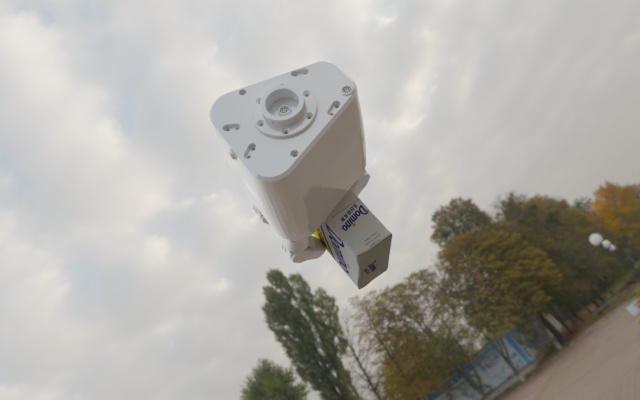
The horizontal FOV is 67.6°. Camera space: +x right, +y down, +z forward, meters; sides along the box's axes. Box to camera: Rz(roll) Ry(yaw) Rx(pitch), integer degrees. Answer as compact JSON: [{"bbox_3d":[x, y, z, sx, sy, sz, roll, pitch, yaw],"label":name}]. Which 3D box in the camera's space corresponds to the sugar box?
[{"bbox_3d":[0.000,0.002,0.491,0.048,0.176,0.093,-33,-26,-12],"label":"sugar box"}]
